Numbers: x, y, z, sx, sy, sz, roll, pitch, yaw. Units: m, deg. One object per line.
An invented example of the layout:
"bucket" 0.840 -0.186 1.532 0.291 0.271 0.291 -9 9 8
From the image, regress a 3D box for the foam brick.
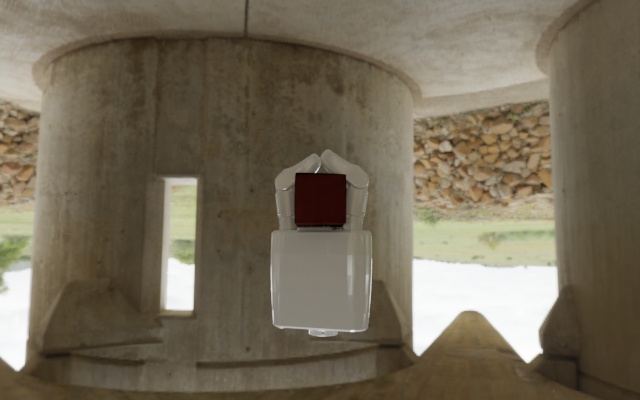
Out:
"foam brick" 0.000 0.002 0.511 0.053 0.051 0.078 1 -6 1
